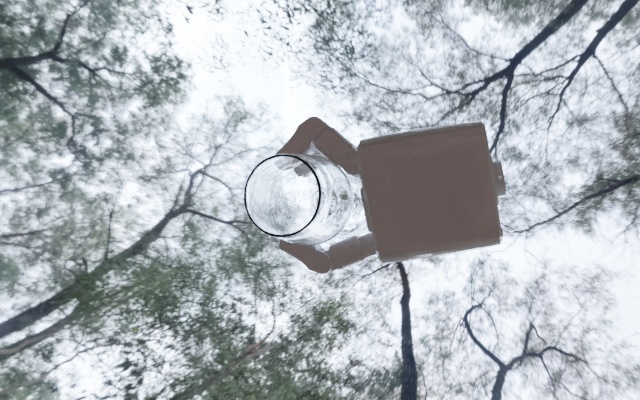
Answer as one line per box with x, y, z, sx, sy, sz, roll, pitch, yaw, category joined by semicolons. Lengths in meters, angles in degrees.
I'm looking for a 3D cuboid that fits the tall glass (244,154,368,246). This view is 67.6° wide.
0.000;0.002;0.445;0.079;0.079;0.201;0;-3;17;tall glass
